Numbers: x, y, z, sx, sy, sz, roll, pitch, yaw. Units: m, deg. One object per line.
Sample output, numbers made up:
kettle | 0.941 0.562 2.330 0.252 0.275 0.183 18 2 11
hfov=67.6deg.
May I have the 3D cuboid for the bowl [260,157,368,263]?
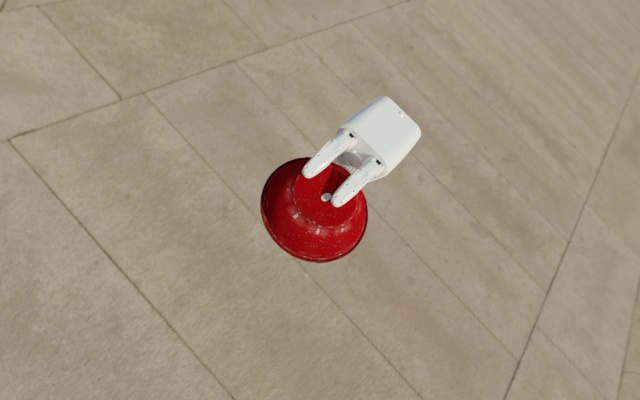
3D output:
bowl | 0.000 0.003 0.664 0.162 0.162 0.055 0 -20 -17
